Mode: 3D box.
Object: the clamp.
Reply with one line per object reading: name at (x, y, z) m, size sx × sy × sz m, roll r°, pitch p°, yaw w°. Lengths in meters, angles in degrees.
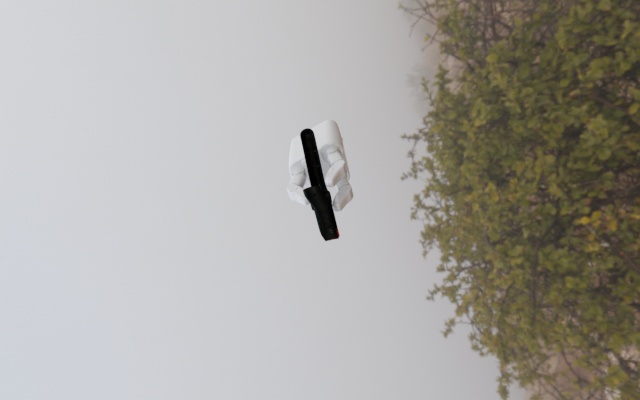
clamp at (-0.001, 0.003, 0.821) m, size 0.036 × 0.210 × 0.164 m, roll -11°, pitch 36°, yaw 7°
